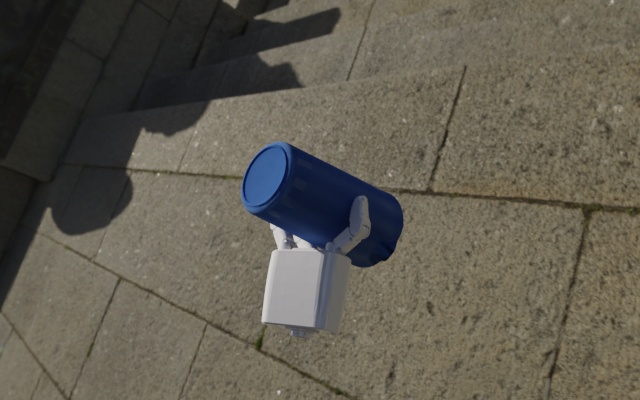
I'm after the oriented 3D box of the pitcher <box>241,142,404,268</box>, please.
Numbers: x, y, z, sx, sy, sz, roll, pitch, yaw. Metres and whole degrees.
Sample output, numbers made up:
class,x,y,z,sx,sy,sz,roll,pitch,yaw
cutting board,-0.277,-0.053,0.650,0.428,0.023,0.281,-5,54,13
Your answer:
class,x,y,z,sx,sy,sz,roll,pitch,yaw
pitcher,0.000,0.003,0.723,0.149,0.145,0.243,-10,-27,42
